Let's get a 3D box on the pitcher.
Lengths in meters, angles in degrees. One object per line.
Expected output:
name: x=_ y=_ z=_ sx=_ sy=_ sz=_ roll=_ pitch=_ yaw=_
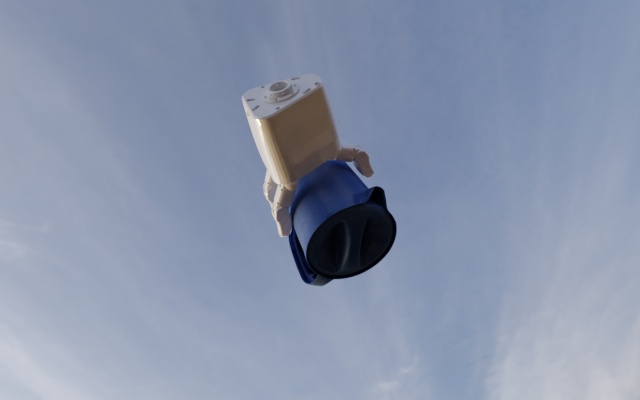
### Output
pitcher: x=0.000 y=0.002 z=0.737 sx=0.149 sy=0.145 sz=0.242 roll=-24 pitch=41 yaw=-5
